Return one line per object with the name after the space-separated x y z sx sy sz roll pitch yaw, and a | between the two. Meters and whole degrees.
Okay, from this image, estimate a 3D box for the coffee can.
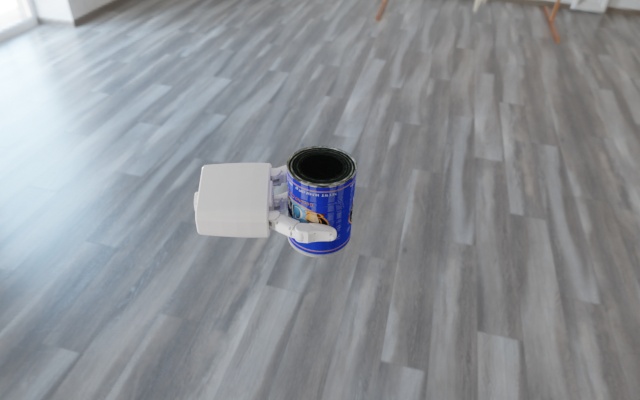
0.000 0.003 0.730 0.103 0.140 0.102 1 39 -1 | coffee can
